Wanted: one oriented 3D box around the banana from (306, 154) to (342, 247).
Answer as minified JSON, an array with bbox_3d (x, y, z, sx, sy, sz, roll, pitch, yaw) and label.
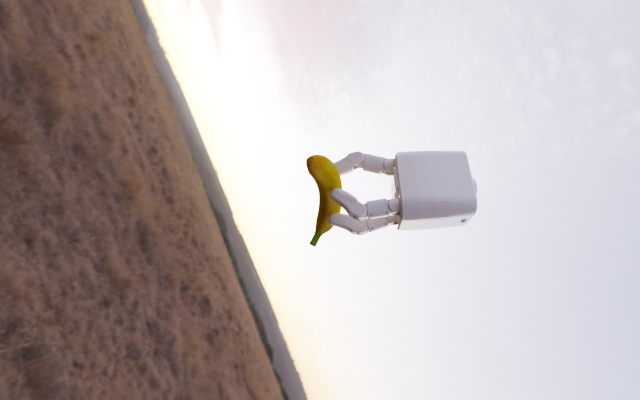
[{"bbox_3d":[0.008,-0.009,0.708,0.037,0.069,0.198,18,-38,17],"label":"banana"}]
